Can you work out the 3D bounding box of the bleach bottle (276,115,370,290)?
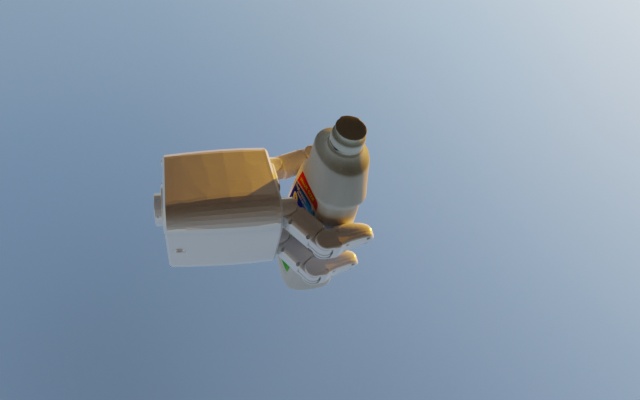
[{"bbox_3d":[0.000,0.002,0.508,0.068,0.102,0.251,-5,-33,-16],"label":"bleach bottle"}]
